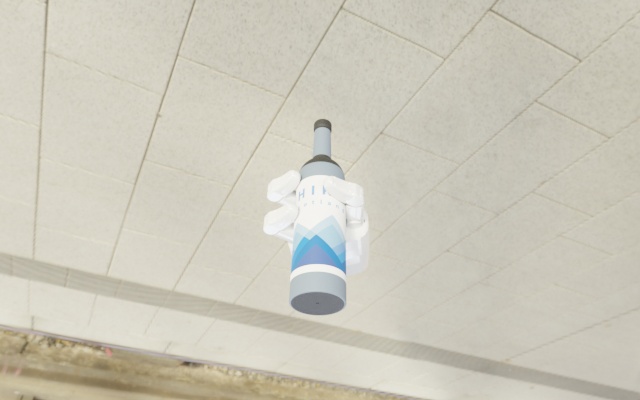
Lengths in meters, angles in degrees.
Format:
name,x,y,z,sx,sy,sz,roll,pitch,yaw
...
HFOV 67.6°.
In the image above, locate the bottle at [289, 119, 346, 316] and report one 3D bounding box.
name,x,y,z,sx,sy,sz,roll,pitch,yaw
bottle,0.000,0.002,0.637,0.069,0.295,0.069,1,-37,1
